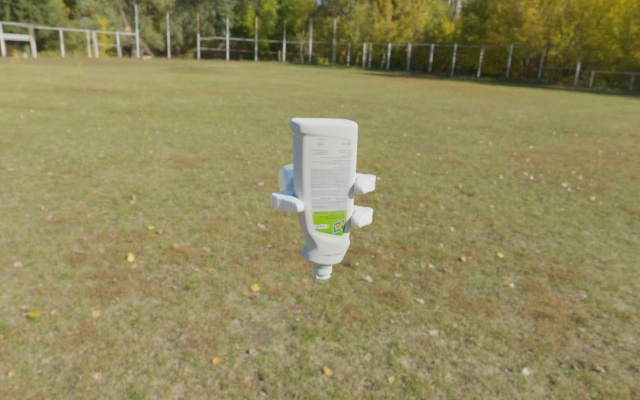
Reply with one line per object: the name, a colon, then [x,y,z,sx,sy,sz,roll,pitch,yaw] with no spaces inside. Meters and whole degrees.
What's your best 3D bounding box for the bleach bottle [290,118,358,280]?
bleach bottle: [0.000,0.002,0.739,0.102,0.251,0.068,-1,17,-14]
